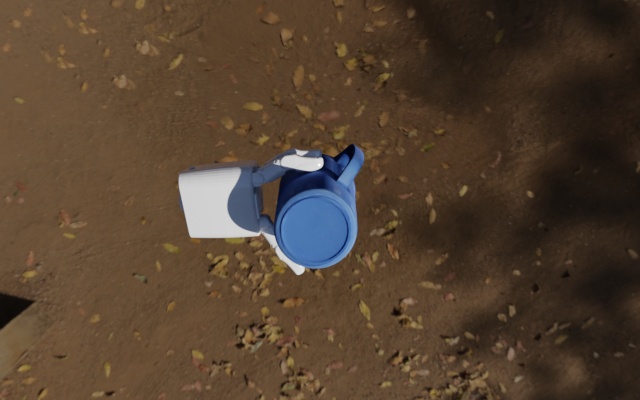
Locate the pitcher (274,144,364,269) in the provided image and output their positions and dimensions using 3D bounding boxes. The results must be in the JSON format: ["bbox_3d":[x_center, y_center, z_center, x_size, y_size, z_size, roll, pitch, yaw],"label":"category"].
[{"bbox_3d":[0.000,0.002,0.717,0.145,0.149,0.242,-4,13,1],"label":"pitcher"}]
